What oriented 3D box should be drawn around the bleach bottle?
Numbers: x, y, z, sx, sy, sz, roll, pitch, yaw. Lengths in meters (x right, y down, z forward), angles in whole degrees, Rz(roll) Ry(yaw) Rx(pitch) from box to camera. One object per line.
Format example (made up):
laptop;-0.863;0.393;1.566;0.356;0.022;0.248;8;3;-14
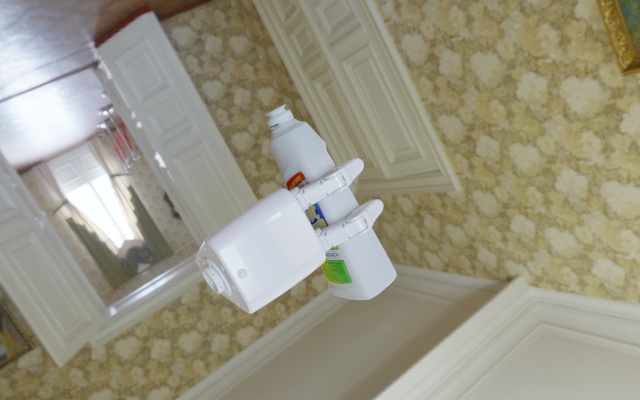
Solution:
bleach bottle;0.000;0.002;0.595;0.068;0.251;0.102;-34;13;-27
